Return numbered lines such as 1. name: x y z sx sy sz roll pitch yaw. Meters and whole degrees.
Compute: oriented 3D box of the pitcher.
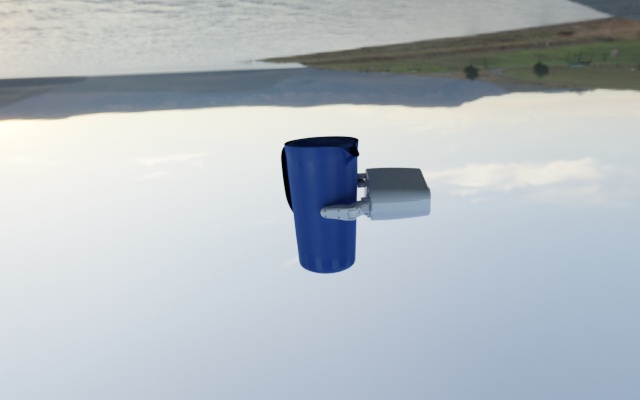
1. pitcher: 0.000 0.003 0.883 0.145 0.243 0.149 -3 15 0
